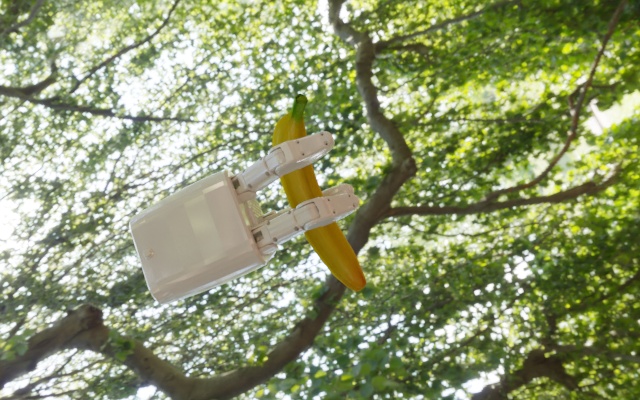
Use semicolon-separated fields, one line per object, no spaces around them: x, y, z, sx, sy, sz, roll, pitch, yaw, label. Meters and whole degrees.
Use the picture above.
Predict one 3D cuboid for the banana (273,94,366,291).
-0.008;-0.001;0.478;0.037;0.198;0.069;-23;8;-21;banana
